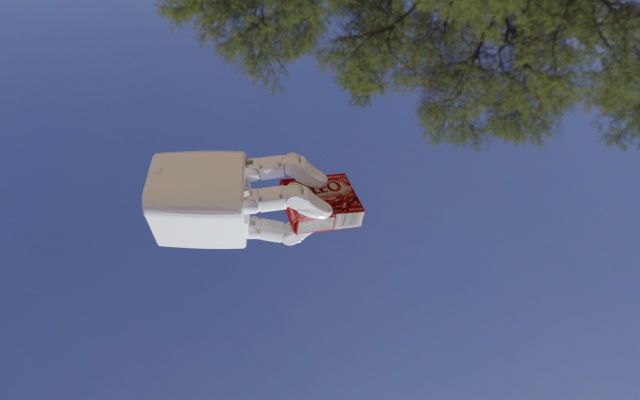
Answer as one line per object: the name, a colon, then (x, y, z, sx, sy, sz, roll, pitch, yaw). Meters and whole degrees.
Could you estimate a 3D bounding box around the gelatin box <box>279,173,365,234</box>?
gelatin box: (0.000, 0.002, 0.585, 0.089, 0.030, 0.073, -6, 44, -19)
